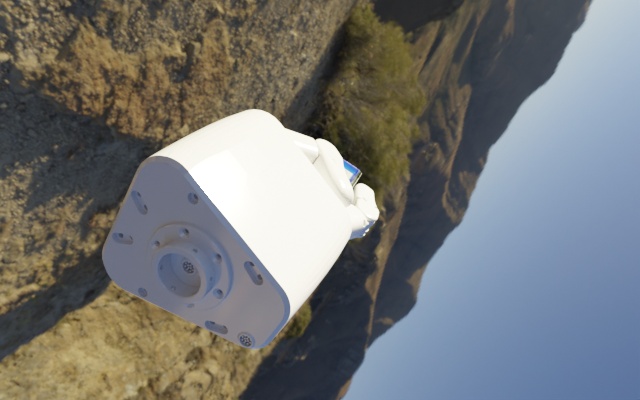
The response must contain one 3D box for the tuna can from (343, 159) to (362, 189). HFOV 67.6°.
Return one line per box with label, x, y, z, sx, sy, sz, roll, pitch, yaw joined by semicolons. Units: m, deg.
tuna can;0.001;0.002;0.418;0.034;0.086;0.086;33;1;2
